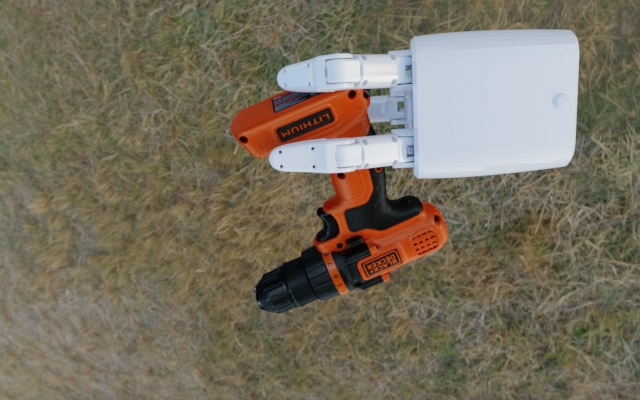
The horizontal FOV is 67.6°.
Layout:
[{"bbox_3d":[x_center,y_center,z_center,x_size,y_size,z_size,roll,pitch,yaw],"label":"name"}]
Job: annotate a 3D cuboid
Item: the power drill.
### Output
[{"bbox_3d":[0.000,0.001,0.401,0.184,0.188,0.057,-25,31,2],"label":"power drill"}]
